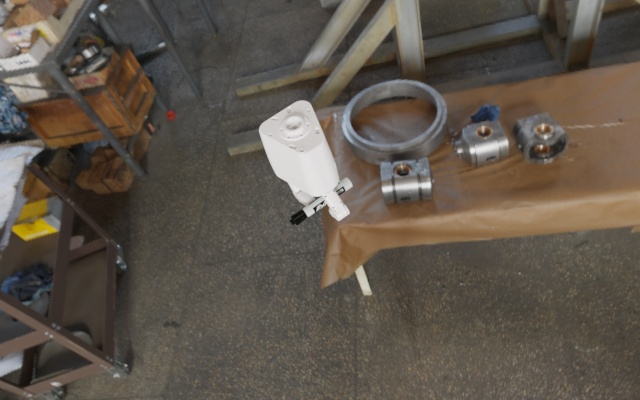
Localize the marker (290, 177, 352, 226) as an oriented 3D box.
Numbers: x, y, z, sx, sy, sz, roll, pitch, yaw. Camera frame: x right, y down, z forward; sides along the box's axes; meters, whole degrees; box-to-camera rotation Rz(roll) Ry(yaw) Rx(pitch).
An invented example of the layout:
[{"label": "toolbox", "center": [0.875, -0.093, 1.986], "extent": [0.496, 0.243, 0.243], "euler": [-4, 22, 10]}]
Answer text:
[{"label": "marker", "center": [0.000, 0.003, 0.793], "extent": [0.121, 0.020, 0.020], "euler": [-35, 7, -11]}]
